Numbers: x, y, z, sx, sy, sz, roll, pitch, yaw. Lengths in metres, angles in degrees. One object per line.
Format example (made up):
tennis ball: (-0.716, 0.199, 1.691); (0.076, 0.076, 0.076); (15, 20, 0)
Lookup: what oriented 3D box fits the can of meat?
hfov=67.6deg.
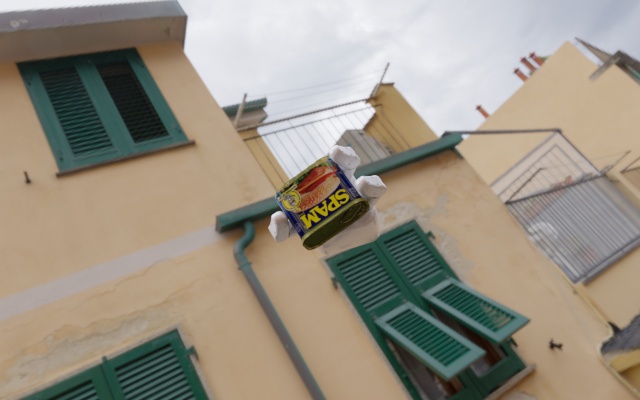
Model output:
can of meat: (0.000, 0.002, 0.640); (0.102, 0.084, 0.057); (-35, -24, 1)
